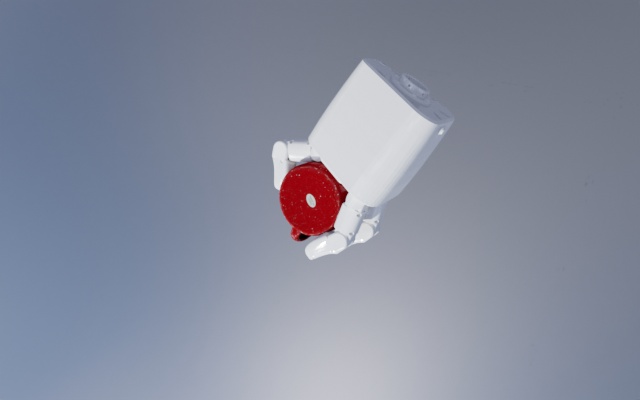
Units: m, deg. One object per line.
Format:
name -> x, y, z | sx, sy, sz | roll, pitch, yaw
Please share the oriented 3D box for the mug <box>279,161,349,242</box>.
mug -> -0.001, 0.003, 0.557 | 0.093, 0.117, 0.081 | 43, 28, 15
